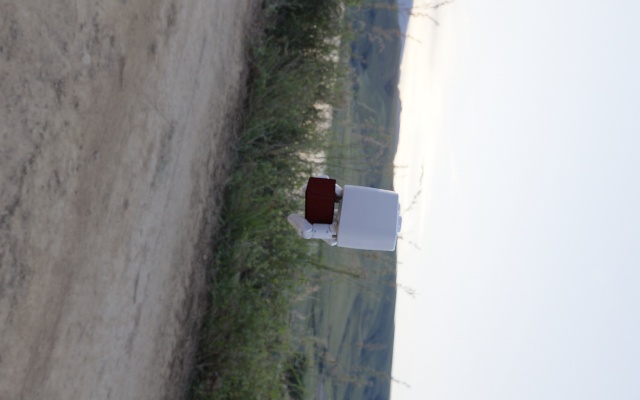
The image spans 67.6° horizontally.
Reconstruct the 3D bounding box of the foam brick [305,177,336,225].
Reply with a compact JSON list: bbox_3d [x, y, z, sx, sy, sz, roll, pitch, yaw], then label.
[{"bbox_3d":[0.000,0.003,0.876,0.051,0.078,0.053,6,42,5],"label":"foam brick"}]
